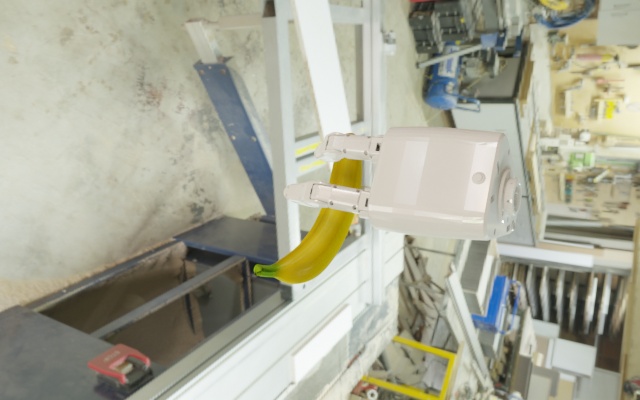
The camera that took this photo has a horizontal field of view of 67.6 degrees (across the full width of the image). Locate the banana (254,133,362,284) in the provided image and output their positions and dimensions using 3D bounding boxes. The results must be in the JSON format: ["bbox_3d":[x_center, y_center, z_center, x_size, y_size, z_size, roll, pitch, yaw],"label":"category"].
[{"bbox_3d":[0.006,0.016,0.511,0.037,0.197,0.070,6,-37,38],"label":"banana"}]
